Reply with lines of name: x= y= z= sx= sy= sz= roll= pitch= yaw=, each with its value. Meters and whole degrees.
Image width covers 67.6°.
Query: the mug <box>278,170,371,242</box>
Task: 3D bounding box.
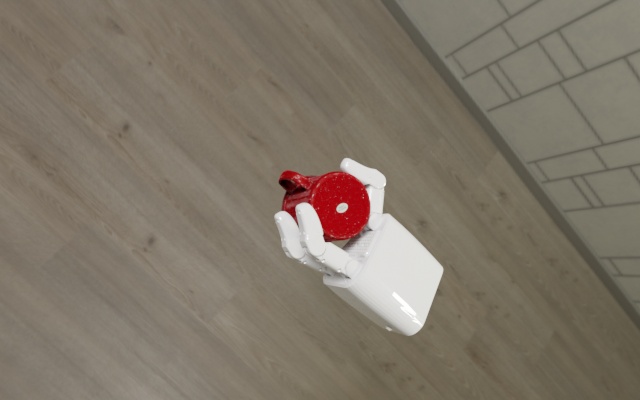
mug: x=-0.001 y=0.001 z=0.584 sx=0.117 sy=0.093 sz=0.081 roll=41 pitch=-20 yaw=-15
